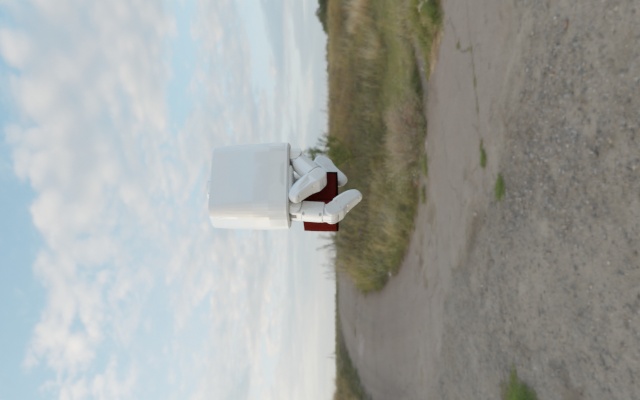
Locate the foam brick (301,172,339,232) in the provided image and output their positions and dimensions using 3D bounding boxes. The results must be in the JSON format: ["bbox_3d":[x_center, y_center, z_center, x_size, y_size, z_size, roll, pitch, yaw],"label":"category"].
[{"bbox_3d":[0.000,0.002,0.684,0.051,0.053,0.078,-1,-38,2],"label":"foam brick"}]
